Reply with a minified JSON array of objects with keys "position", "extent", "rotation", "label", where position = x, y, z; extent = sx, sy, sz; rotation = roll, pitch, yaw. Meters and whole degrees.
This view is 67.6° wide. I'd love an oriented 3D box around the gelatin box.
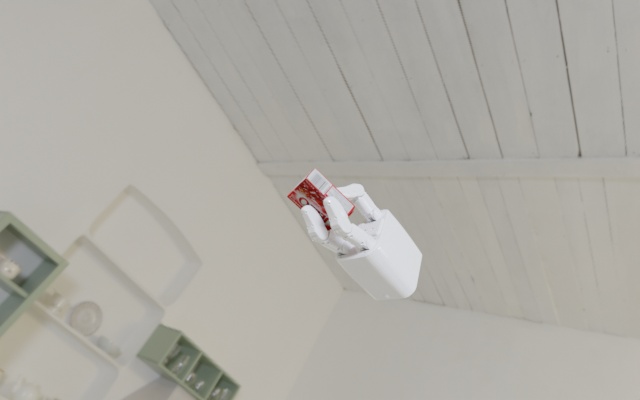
[{"position":[0.000,0.002,0.745],"extent":[0.030,0.089,0.073],"rotation":[-49,6,-35],"label":"gelatin box"}]
